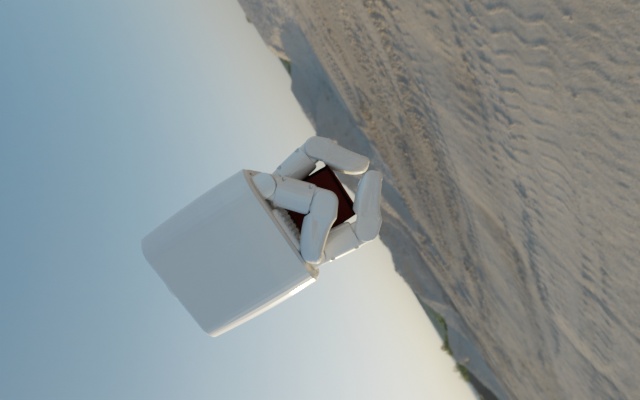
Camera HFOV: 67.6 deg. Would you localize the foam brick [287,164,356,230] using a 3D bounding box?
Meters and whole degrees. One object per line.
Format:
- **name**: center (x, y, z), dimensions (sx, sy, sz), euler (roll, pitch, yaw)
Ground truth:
- **foam brick**: center (0.000, 0.002, 0.452), dimensions (0.051, 0.053, 0.078), euler (-33, -1, 4)
